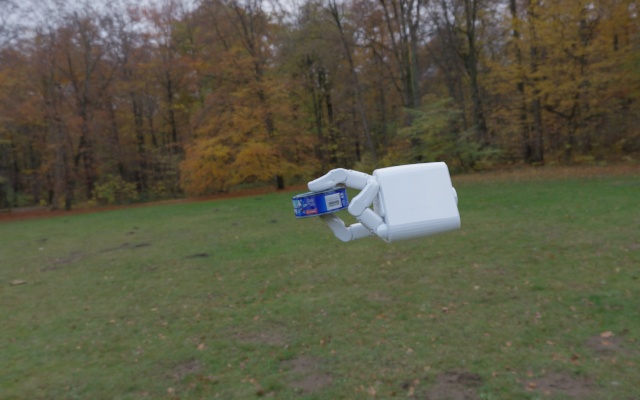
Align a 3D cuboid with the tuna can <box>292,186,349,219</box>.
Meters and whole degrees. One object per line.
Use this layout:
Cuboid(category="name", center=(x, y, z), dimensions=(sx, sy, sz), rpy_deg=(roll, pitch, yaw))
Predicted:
Cuboid(category="tuna can", center=(0.000, 0.002, 0.739), dimensions=(0.086, 0.034, 0.086), rpy_deg=(-11, 4, 1))
